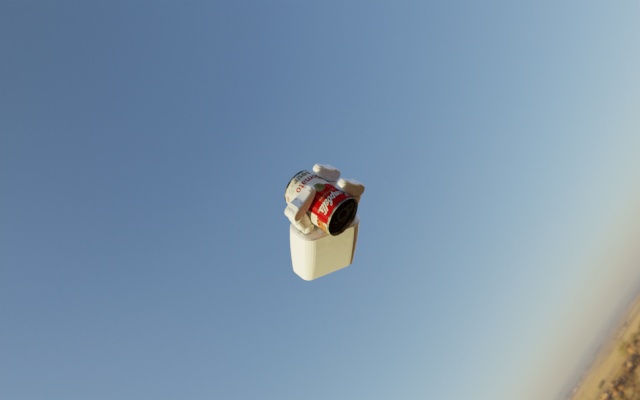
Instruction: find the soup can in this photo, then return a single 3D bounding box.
[{"bbox_3d":[0.000,0.002,0.767,0.102,0.068,0.068,34,20,32],"label":"soup can"}]
